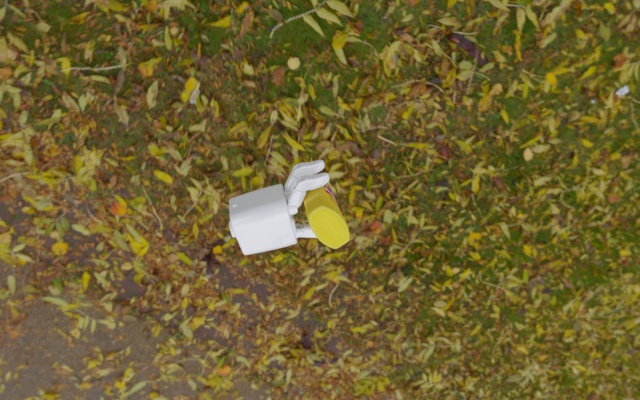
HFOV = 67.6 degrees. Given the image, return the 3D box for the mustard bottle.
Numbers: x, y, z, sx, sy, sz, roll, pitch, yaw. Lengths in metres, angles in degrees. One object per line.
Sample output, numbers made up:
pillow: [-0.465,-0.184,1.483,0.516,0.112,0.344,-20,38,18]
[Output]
mustard bottle: [0.000,0.003,0.900,0.058,0.096,0.191,-34,30,9]
